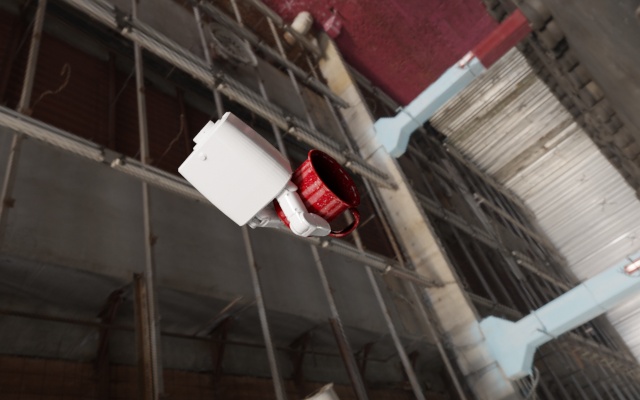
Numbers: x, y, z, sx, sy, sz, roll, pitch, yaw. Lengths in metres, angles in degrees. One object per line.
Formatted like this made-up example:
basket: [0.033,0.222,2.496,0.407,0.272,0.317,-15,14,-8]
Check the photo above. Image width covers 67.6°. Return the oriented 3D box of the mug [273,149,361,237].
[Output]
mug: [0.001,0.003,0.630,0.081,0.117,0.093,-41,17,24]
